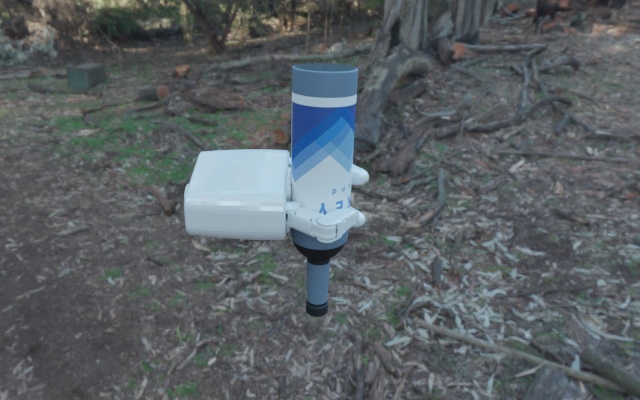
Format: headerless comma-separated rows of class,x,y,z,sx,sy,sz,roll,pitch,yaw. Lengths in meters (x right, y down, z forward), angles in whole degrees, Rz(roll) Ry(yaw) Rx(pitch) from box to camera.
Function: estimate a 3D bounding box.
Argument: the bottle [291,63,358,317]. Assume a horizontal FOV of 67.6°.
bottle,0.000,0.002,0.537,0.069,0.296,0.069,2,23,-1
